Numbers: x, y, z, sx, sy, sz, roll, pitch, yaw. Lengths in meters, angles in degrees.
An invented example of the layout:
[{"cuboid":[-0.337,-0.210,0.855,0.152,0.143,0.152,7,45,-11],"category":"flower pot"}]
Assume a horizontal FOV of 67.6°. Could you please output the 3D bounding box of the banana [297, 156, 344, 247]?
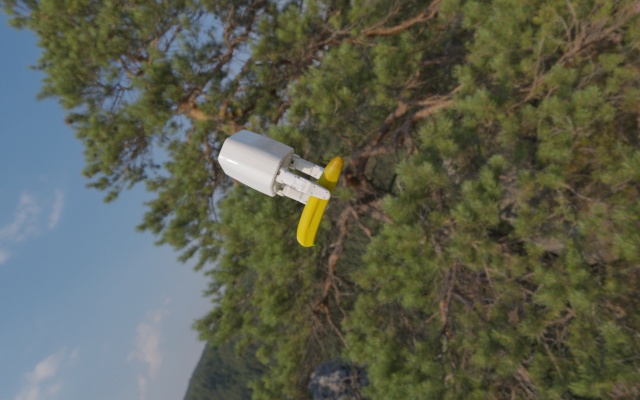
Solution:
[{"cuboid":[-0.007,0.013,0.861,0.037,0.198,0.069,24,30,8],"category":"banana"}]
